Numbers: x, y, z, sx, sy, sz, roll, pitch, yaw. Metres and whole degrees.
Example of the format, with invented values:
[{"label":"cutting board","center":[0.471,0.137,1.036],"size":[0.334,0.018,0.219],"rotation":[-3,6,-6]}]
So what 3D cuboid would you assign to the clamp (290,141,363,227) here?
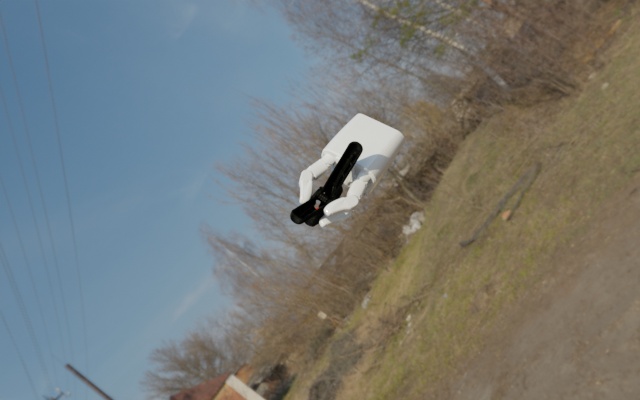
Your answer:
[{"label":"clamp","center":[0.000,0.002,0.814],"size":[0.036,0.164,0.210],"rotation":[39,-22,9]}]
